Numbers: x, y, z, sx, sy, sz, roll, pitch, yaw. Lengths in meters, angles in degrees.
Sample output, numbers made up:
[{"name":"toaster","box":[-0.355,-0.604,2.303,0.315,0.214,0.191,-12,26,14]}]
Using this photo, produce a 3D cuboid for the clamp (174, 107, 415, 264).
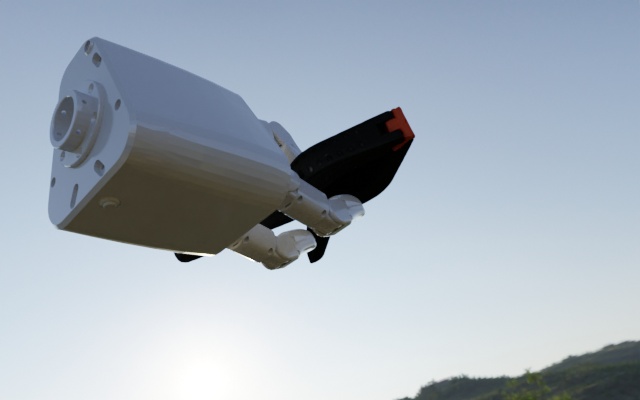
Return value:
[{"name":"clamp","box":[0.000,0.000,0.404,0.210,0.036,0.164,-36,-29,28]}]
